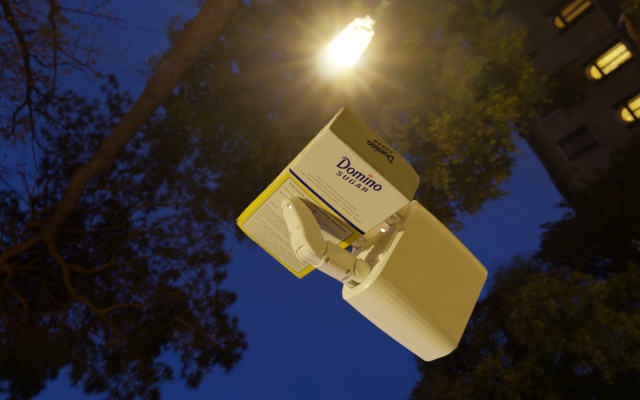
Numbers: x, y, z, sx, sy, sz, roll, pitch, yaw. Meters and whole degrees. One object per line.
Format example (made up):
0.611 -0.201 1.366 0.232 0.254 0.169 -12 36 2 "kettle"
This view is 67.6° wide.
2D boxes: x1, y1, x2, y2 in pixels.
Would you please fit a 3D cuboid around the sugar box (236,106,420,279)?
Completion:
0.000 0.001 0.451 0.176 0.093 0.048 -40 12 42 "sugar box"
